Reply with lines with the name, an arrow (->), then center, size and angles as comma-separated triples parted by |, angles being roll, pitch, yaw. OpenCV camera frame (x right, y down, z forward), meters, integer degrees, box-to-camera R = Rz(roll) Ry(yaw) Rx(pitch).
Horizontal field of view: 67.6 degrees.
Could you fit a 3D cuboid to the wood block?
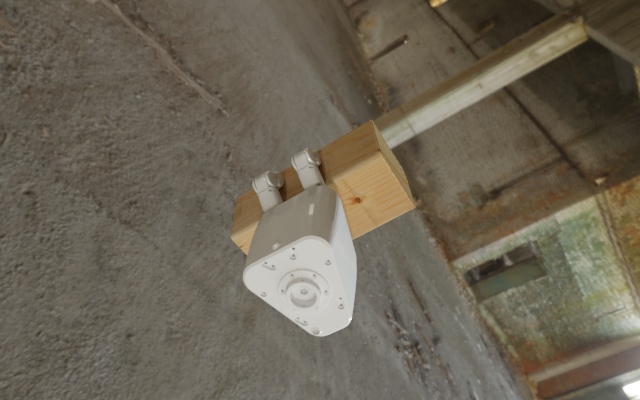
wood block -> 0.000, 0.002, 0.596 | 0.206, 0.091, 0.090 | -28, 32, 16
